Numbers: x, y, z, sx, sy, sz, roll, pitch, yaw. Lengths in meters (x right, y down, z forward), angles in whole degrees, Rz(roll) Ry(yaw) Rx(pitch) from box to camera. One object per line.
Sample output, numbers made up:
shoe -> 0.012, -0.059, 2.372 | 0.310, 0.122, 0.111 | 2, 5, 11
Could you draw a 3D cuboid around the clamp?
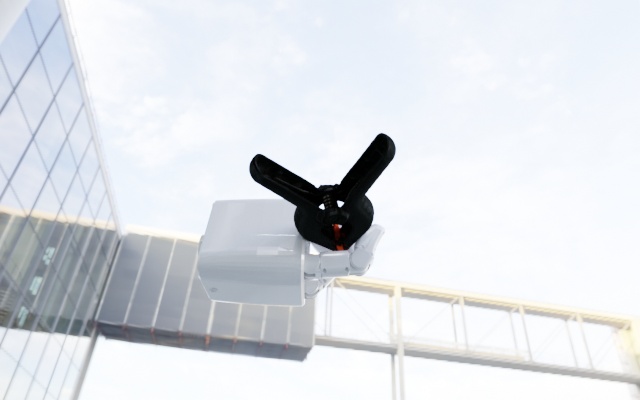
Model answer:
clamp -> 0.000, 0.001, 0.446 | 0.120, 0.039, 0.172 | 0, -35, -1
